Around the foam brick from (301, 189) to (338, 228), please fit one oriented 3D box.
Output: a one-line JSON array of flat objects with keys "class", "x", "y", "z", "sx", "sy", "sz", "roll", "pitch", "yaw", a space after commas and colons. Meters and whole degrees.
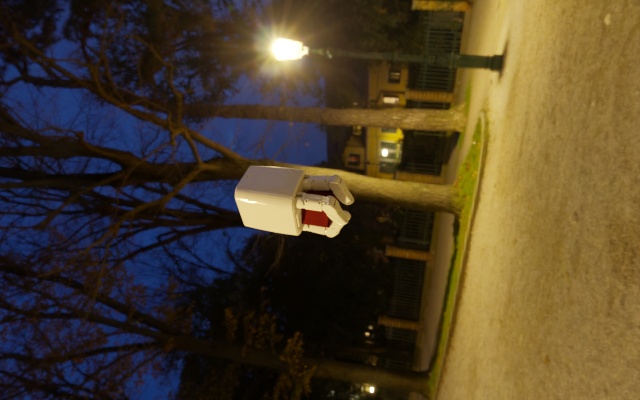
[{"class": "foam brick", "x": 0.000, "y": 0.003, "z": 0.858, "sx": 0.051, "sy": 0.053, "sz": 0.078, "roll": 8, "pitch": 37, "yaw": 10}]
